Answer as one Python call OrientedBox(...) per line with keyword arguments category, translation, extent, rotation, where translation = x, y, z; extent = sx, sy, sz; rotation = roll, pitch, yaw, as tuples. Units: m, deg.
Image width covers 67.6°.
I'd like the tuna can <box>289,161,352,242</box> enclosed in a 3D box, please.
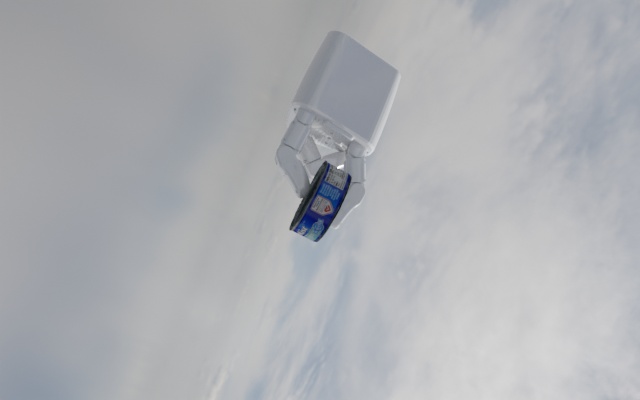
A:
OrientedBox(category="tuna can", translation=(0.001, 0.002, 0.523), extent=(0.034, 0.086, 0.086), rotation=(28, -4, -6))
